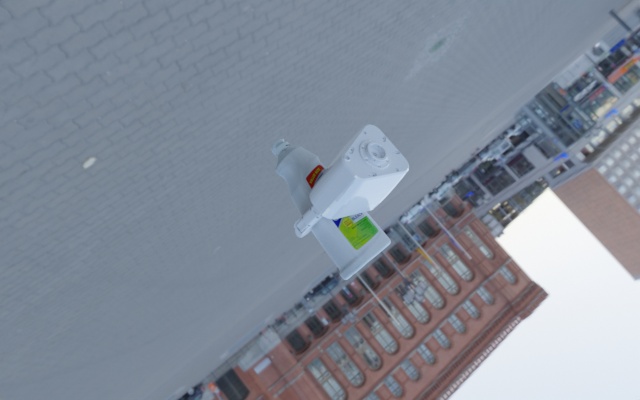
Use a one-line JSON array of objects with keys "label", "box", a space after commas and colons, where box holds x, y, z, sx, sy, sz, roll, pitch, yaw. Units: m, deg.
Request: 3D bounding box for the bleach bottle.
[{"label": "bleach bottle", "box": [0.000, 0.003, 0.790, 0.102, 0.251, 0.068, -33, -11, -39]}]
